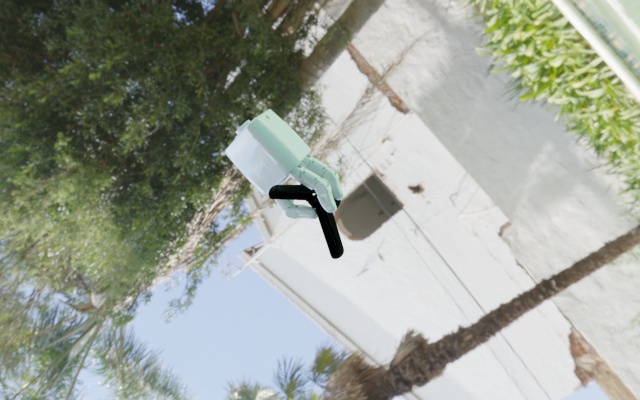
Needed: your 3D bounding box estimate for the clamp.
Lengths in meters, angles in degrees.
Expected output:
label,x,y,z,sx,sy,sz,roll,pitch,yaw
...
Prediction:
label,x,y,z,sx,sy,sz,roll,pitch,yaw
clamp,0.000,0.003,0.855,0.036,0.164,0.210,-36,10,27
